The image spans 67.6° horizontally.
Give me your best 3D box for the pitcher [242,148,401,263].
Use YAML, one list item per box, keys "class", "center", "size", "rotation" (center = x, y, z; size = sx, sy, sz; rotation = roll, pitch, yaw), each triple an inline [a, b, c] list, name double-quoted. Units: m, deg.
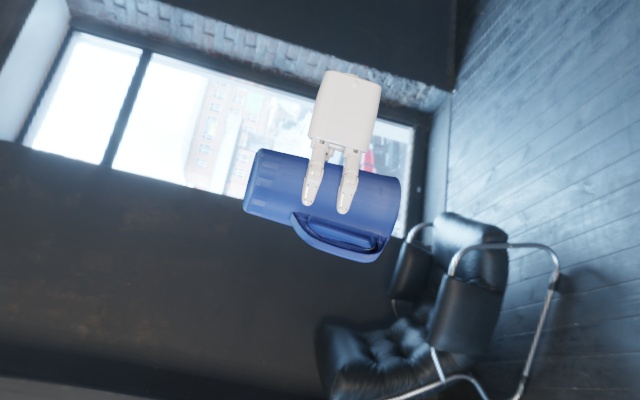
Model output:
- class: "pitcher"
  center: [0.000, 0.002, 0.780]
  size: [0.243, 0.145, 0.149]
  rotation: [15, 1, -10]
